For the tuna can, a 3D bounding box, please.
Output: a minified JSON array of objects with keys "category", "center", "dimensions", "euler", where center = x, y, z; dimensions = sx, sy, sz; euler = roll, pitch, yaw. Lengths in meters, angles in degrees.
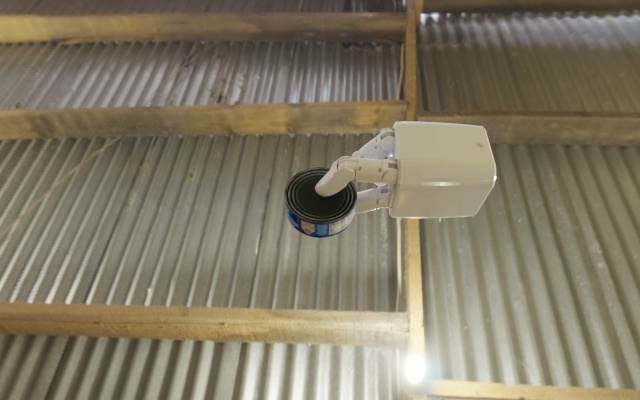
[{"category":"tuna can","center":[0.000,0.002,0.574],"dimensions":[0.086,0.086,0.034],"euler":[0,-39,-2]}]
